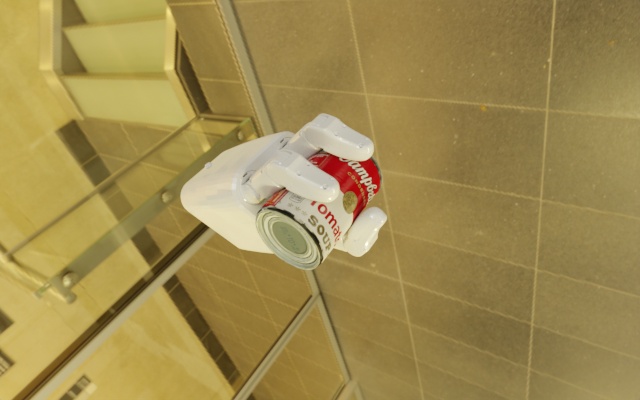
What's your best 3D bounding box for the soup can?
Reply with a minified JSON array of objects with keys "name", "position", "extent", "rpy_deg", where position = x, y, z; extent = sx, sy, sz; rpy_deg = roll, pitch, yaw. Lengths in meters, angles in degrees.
[{"name":"soup can","position":[0.000,0.002,0.413],"extent":[0.068,0.068,0.102],"rpy_deg":[0,38,44]}]
